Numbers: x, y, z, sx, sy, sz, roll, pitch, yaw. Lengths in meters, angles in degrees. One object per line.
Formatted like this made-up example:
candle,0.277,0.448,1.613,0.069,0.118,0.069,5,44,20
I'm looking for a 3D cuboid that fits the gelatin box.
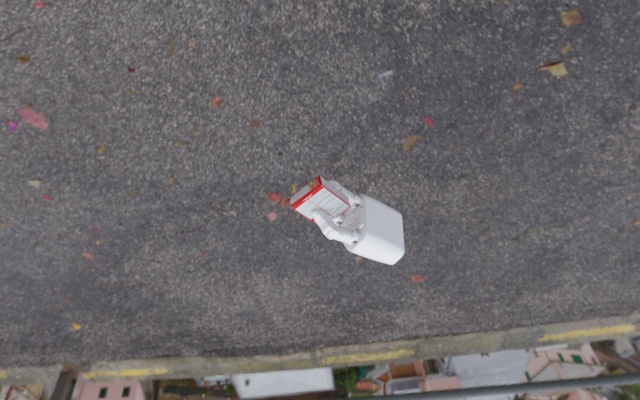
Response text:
gelatin box,0.000,0.003,0.866,0.073,0.030,0.089,-36,-47,22
